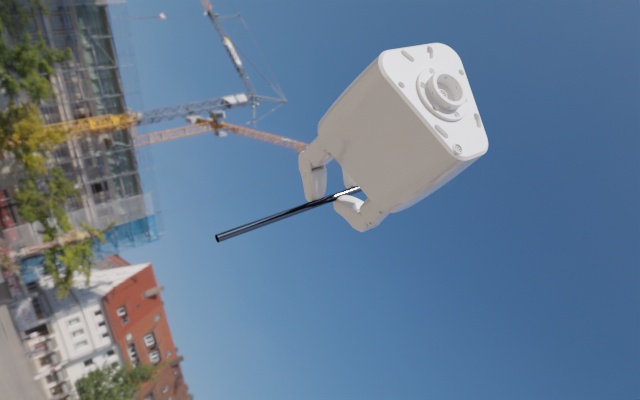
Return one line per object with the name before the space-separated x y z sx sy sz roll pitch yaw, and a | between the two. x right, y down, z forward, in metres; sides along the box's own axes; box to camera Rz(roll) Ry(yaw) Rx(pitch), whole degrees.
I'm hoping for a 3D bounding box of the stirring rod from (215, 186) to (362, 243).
stirring rod | 0.000 0.002 0.505 0.239 0.011 0.011 -19 11 -33
